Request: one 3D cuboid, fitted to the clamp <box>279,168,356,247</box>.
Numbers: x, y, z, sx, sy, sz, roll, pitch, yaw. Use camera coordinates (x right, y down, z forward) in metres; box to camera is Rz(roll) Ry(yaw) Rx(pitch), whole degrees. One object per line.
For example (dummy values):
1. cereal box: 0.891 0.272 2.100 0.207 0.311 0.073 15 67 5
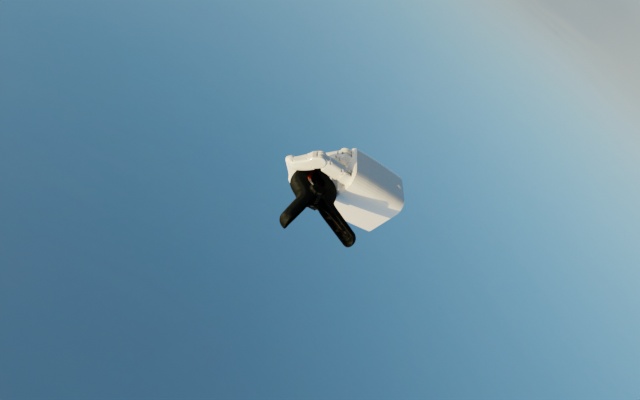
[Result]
1. clamp: 0.000 0.003 0.744 0.120 0.171 0.039 29 -54 -18
